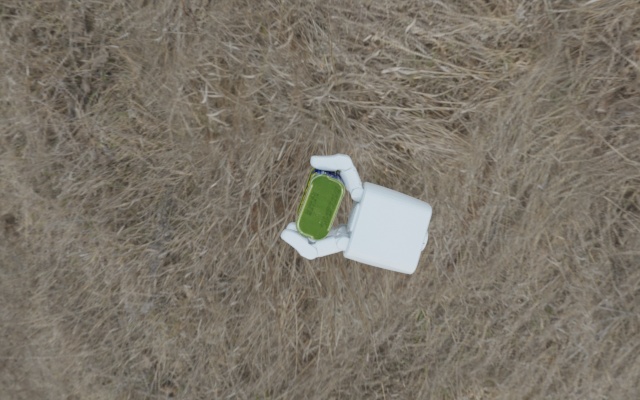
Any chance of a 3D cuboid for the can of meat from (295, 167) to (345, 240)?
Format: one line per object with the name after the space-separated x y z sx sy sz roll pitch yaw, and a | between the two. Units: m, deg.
0.000 0.002 0.720 0.057 0.102 0.084 19 12 -4 | can of meat
